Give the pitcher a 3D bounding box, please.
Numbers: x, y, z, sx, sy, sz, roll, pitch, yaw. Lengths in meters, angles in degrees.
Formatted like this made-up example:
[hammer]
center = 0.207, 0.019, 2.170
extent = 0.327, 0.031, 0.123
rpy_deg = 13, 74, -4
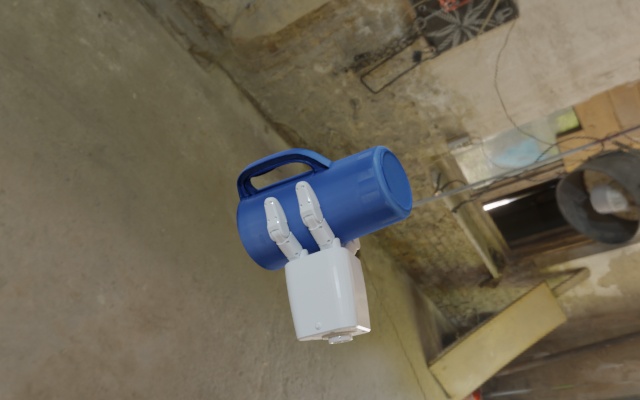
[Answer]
[pitcher]
center = 0.000, 0.002, 0.702
extent = 0.243, 0.145, 0.149
rpy_deg = -21, -24, 28
